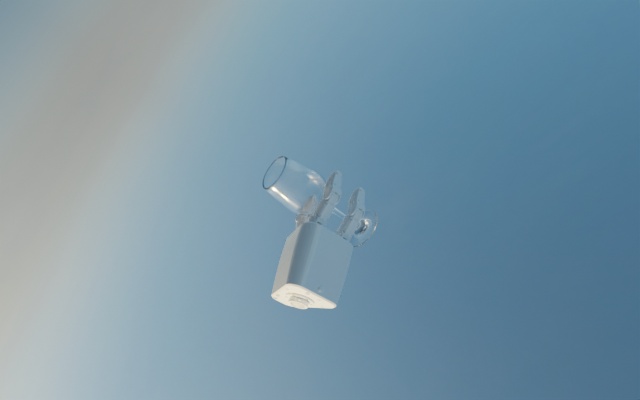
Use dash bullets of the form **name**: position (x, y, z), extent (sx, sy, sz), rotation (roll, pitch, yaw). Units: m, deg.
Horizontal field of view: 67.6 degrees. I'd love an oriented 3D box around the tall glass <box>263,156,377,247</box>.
- **tall glass**: position (0.001, 0.003, 0.807), extent (0.201, 0.079, 0.079), rotation (33, -17, -27)
